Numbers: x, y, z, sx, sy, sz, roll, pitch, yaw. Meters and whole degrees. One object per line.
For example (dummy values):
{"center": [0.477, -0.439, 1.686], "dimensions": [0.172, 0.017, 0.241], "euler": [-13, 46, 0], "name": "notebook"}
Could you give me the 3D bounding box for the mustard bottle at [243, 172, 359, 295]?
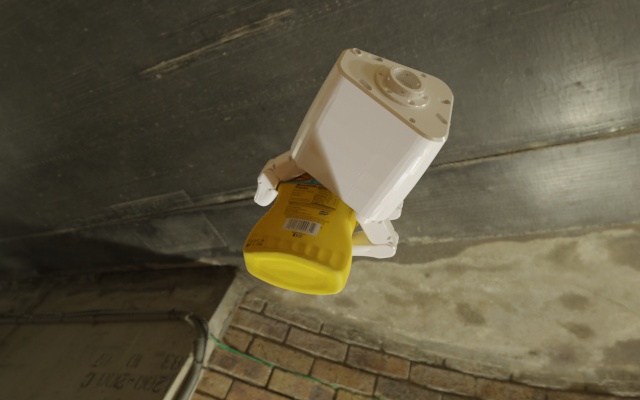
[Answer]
{"center": [0.000, 0.002, 0.487], "dimensions": [0.096, 0.058, 0.191], "euler": [10, 45, 13], "name": "mustard bottle"}
